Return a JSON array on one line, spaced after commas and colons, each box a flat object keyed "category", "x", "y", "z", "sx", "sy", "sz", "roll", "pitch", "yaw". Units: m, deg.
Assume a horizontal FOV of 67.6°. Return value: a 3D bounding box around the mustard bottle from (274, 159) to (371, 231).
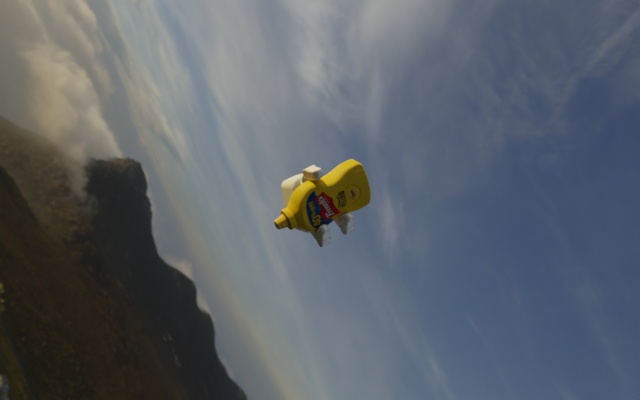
[{"category": "mustard bottle", "x": 0.001, "y": 0.003, "z": 0.893, "sx": 0.191, "sy": 0.096, "sz": 0.058, "roll": -27, "pitch": 34, "yaw": -18}]
